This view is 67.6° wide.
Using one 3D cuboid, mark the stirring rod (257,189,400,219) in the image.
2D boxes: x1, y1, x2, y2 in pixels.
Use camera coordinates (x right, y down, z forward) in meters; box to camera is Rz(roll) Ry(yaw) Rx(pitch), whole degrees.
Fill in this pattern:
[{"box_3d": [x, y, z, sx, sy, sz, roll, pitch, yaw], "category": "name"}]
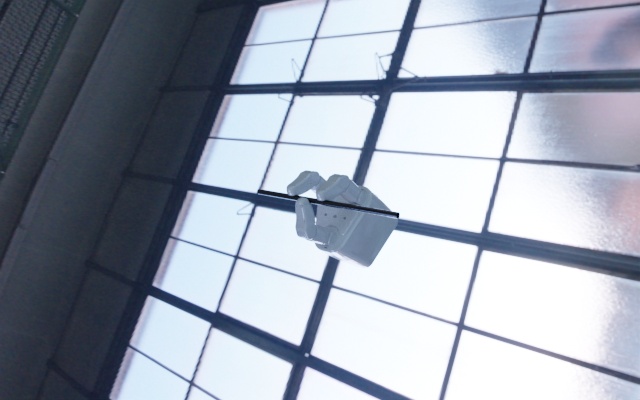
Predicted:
[{"box_3d": [0.000, 0.002, 0.646, 0.239, 0.011, 0.011, 10, 6, 38], "category": "stirring rod"}]
